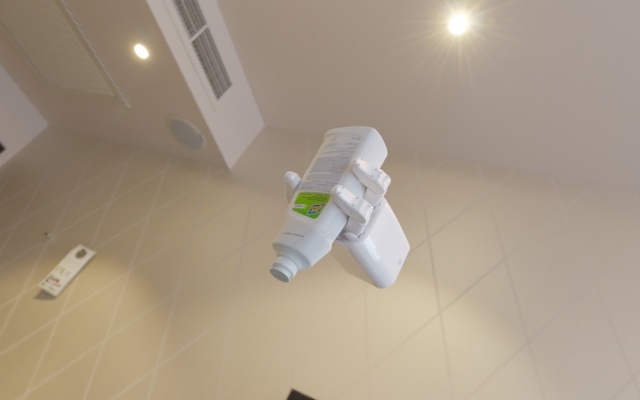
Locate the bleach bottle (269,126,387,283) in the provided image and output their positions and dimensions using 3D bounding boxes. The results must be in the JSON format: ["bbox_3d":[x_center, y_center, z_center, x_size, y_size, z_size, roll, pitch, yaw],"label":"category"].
[{"bbox_3d":[0.000,0.002,0.656,0.102,0.250,0.068,1,-44,41],"label":"bleach bottle"}]
